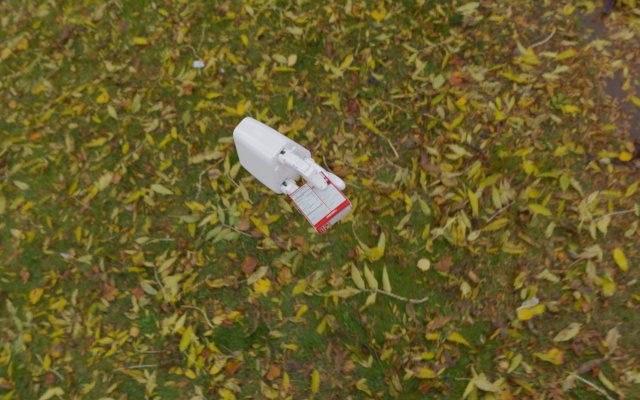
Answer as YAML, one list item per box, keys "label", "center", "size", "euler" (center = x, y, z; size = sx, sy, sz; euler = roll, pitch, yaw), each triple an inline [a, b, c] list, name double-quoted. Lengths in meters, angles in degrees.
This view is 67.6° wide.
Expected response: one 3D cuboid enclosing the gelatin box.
- label: "gelatin box"
  center: [0.000, 0.003, 0.817]
  size: [0.073, 0.089, 0.030]
  euler: [-38, -32, -4]
